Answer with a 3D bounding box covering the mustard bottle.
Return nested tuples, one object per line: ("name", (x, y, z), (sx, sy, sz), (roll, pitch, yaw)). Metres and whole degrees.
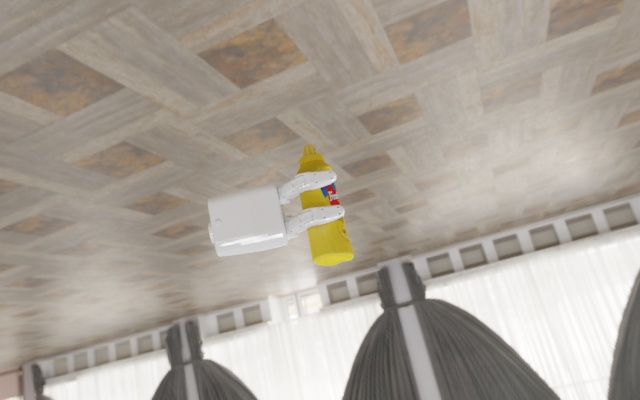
("mustard bottle", (0.001, 0.003, 0.749), (0.058, 0.191, 0.096), (-19, -18, 19))
